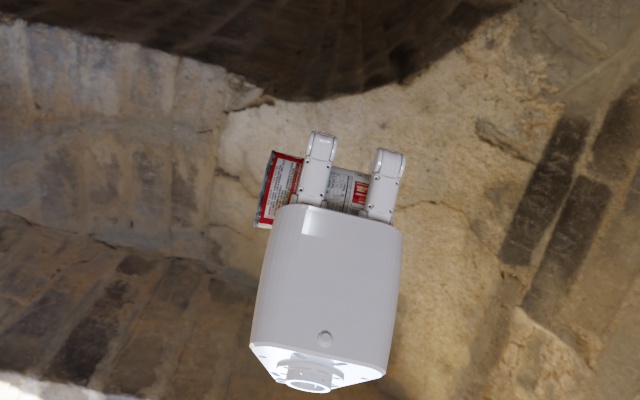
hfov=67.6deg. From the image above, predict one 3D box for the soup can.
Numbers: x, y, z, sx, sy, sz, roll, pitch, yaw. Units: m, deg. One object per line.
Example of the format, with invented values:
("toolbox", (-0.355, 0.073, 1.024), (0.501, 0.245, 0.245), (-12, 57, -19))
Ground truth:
("soup can", (0.000, 0.001, 0.412), (0.102, 0.068, 0.068), (13, -1, -4))
